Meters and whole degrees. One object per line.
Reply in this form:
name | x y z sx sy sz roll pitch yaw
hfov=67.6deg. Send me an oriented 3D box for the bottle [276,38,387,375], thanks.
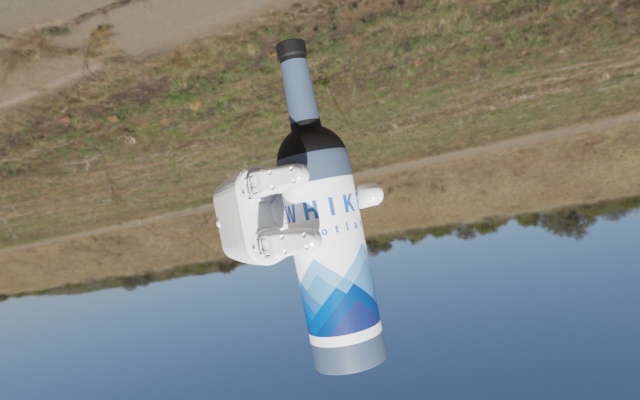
bottle | 0.000 0.002 0.435 0.069 0.295 0.069 -11 0 0
